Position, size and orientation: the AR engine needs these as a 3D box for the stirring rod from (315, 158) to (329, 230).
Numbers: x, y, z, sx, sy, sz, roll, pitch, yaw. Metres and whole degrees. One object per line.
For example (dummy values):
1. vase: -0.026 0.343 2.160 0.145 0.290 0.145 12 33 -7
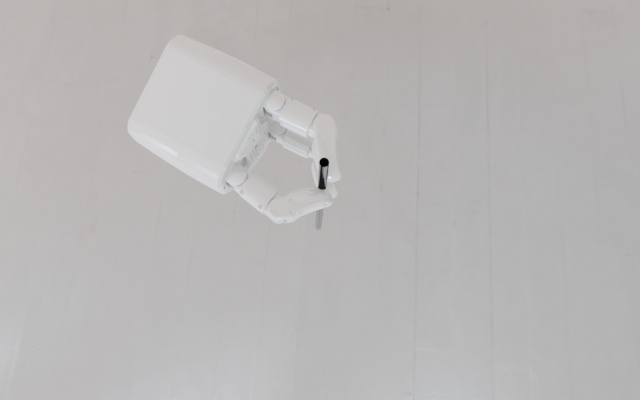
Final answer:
1. stirring rod: 0.000 0.002 0.492 0.011 0.011 0.239 0 -15 -1
